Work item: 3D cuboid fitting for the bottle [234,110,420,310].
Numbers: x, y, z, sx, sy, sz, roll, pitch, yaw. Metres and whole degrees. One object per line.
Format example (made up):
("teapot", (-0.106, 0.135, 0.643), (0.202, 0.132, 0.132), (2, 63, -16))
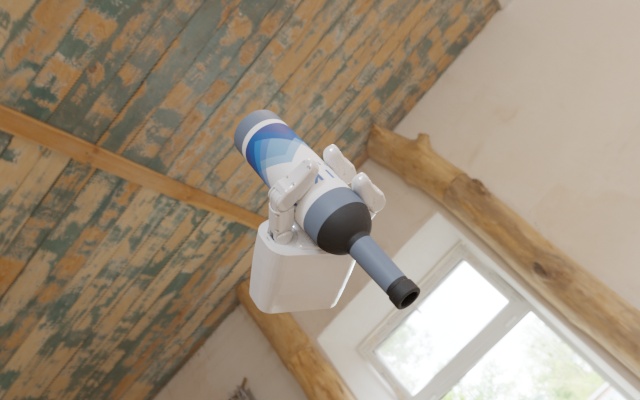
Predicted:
("bottle", (0.000, 0.001, 0.516), (0.069, 0.069, 0.295), (0, 36, -42))
